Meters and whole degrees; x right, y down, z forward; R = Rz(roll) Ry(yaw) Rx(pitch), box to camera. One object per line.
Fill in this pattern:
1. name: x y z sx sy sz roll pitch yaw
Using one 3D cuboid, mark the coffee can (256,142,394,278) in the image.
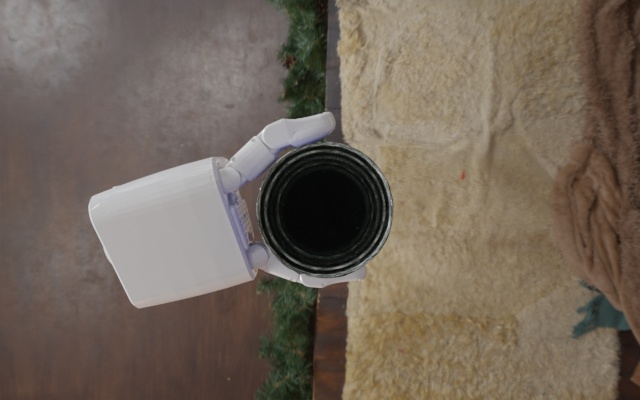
1. coffee can: 0.000 0.001 0.421 0.103 0.103 0.140 0 5 -3
